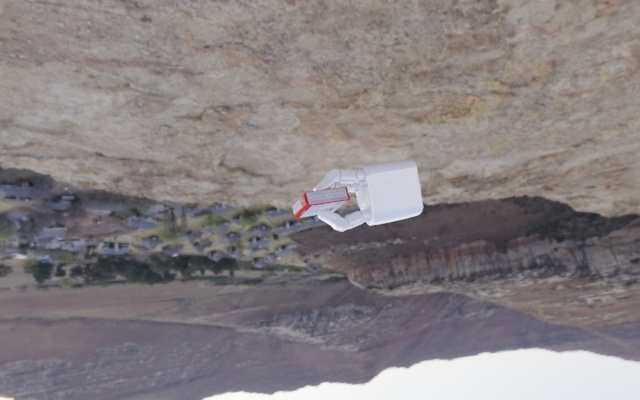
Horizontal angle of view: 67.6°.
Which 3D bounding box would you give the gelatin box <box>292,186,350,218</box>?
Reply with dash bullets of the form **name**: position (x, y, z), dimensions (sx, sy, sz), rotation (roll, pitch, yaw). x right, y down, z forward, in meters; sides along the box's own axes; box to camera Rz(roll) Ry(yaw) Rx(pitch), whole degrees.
- **gelatin box**: position (0.000, 0.003, 0.891), dimensions (0.089, 0.030, 0.073), rotation (-9, -15, -26)
